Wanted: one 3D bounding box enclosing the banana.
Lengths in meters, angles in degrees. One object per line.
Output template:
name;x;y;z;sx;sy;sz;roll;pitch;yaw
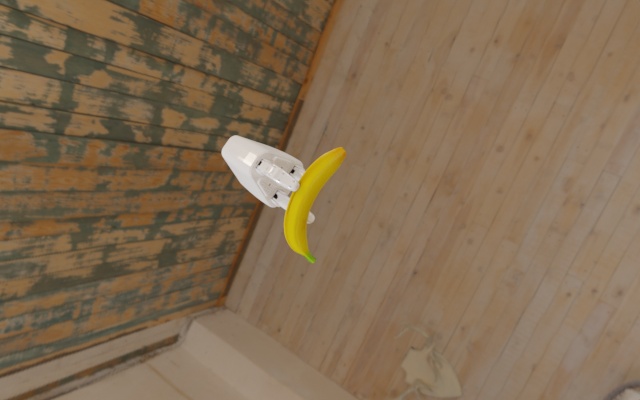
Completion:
banana;-0.017;0.003;0.771;0.069;0.198;0.037;11;14;-26
